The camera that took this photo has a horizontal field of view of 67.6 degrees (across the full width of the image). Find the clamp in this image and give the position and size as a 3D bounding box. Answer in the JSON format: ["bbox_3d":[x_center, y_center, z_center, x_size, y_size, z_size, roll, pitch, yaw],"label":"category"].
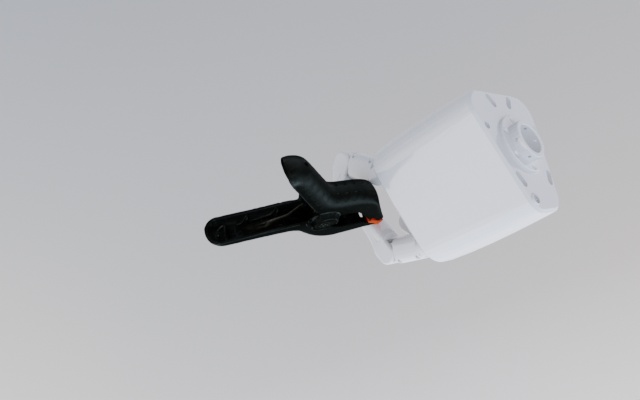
[{"bbox_3d":[0.000,0.002,0.407,0.171,0.039,0.120,-5,-19,-39],"label":"clamp"}]
